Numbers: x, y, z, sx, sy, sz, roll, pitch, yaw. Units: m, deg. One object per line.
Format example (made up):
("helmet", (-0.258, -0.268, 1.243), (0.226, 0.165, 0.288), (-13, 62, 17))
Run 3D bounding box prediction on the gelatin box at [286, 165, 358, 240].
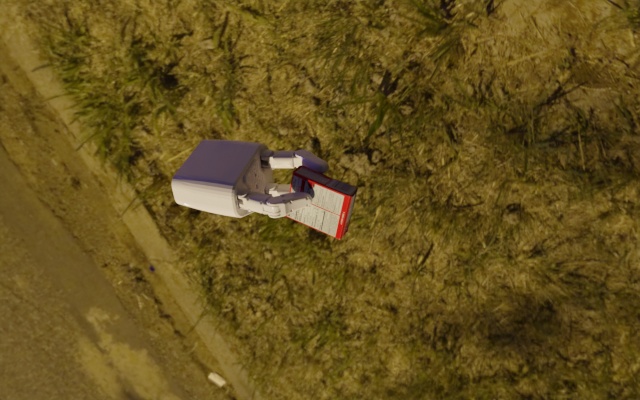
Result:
("gelatin box", (0.000, 0.002, 0.647), (0.089, 0.073, 0.030), (23, 35, 17))
